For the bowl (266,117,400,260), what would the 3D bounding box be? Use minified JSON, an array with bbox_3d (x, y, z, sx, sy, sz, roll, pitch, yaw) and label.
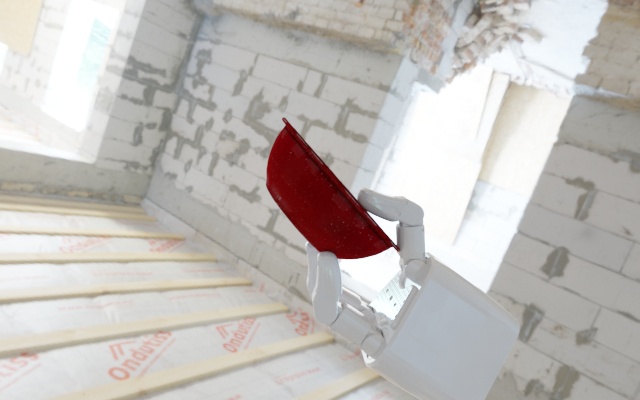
[{"bbox_3d":[-0.001,0.001,0.441,0.055,0.162,0.162,-41,-3,4],"label":"bowl"}]
